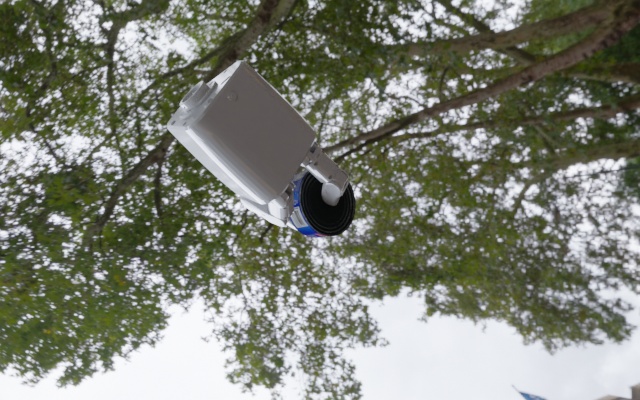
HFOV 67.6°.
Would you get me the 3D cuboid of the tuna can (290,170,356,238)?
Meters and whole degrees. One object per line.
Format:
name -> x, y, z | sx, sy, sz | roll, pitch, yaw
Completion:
tuna can -> 0.000, 0.002, 0.575 | 0.086, 0.086, 0.034 | 0, -8, -40
